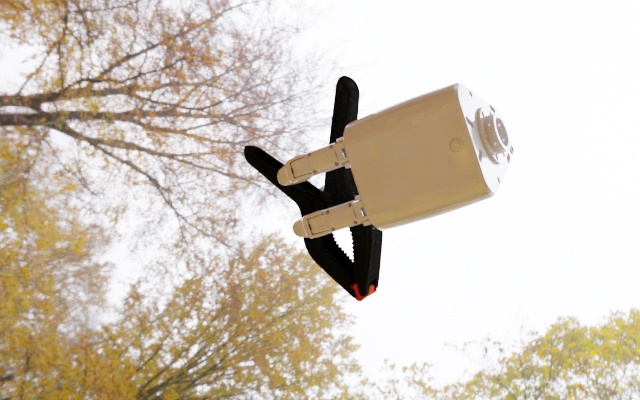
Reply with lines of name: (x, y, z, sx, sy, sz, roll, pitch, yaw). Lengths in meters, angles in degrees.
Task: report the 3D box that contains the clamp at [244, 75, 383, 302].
clamp: (0.001, 0.002, 0.491, 0.164, 0.210, 0.036, -18, -2, 41)
